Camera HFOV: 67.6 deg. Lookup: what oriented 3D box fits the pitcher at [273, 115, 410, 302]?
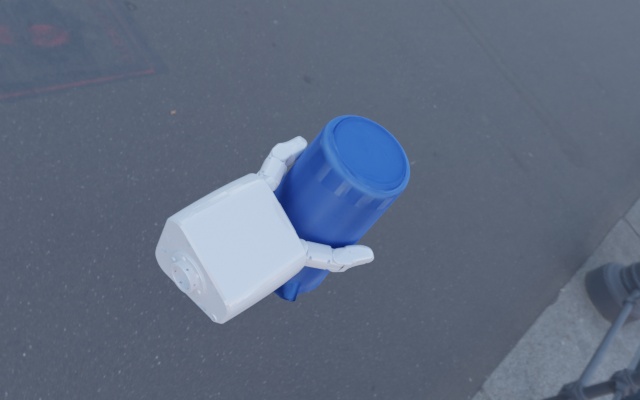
[{"bbox_3d":[0.000,0.002,0.592,0.145,0.149,0.243,-30,-14,-41],"label":"pitcher"}]
